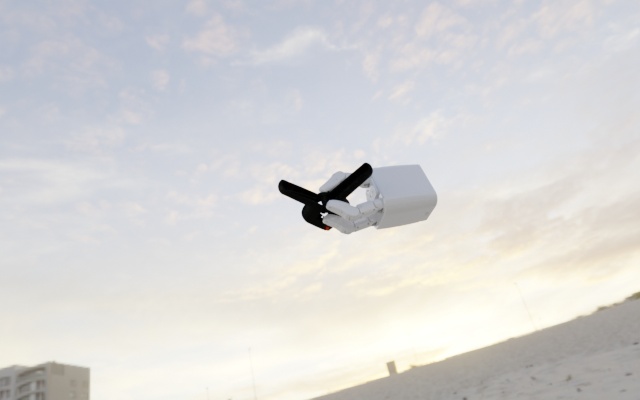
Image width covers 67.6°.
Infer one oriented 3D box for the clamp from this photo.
[{"bbox_3d":[0.000,0.002,0.886,0.164,0.036,0.210,-8,-28,-11],"label":"clamp"}]
